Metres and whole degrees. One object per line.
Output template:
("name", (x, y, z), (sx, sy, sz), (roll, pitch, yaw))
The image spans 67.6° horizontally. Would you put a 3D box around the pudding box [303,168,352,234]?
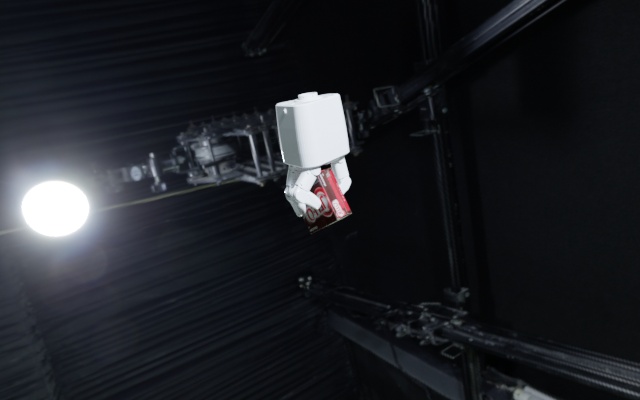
("pudding box", (0.000, 0.003, 0.860), (0.039, 0.090, 0.113), (-21, -7, -28))
